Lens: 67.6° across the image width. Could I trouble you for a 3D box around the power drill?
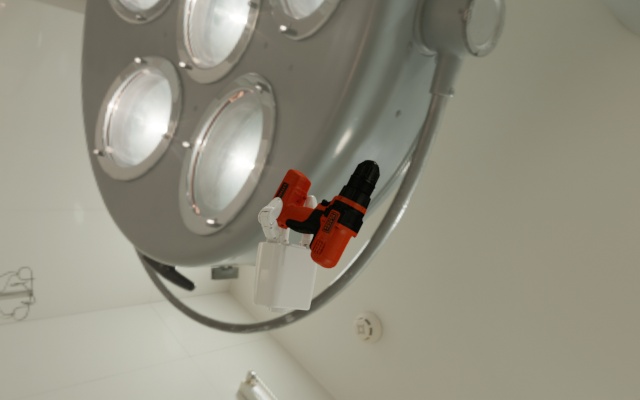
[{"bbox_3d":[0.000,0.003,0.799,0.057,0.184,0.187,33,-7,-39],"label":"power drill"}]
